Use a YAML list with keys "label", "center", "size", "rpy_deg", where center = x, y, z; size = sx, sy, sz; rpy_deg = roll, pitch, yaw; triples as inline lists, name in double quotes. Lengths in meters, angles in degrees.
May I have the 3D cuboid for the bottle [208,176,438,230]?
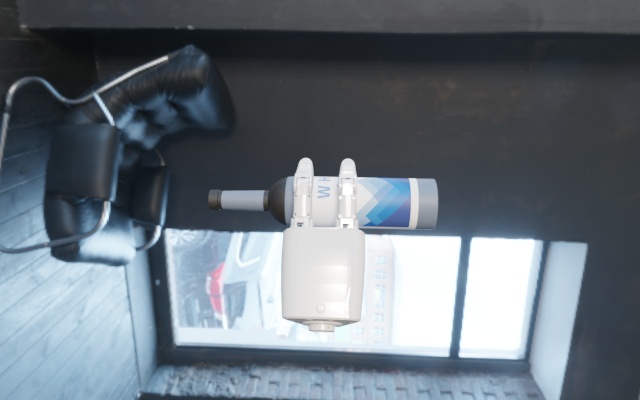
- label: "bottle"
  center: [0.000, 0.002, 0.630]
  size: [0.296, 0.069, 0.069]
  rpy_deg: [1, 0, 3]
